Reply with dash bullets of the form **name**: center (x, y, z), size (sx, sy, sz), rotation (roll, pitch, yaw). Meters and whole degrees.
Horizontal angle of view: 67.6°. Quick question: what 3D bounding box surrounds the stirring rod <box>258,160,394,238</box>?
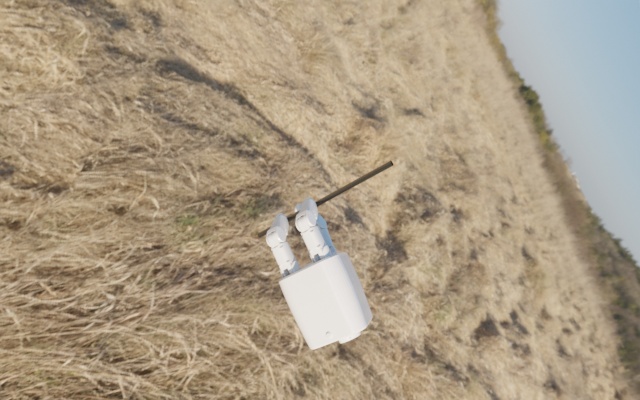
- **stirring rod**: center (0.000, 0.002, 0.687), size (0.239, 0.011, 0.011), rotation (-29, -14, 26)
